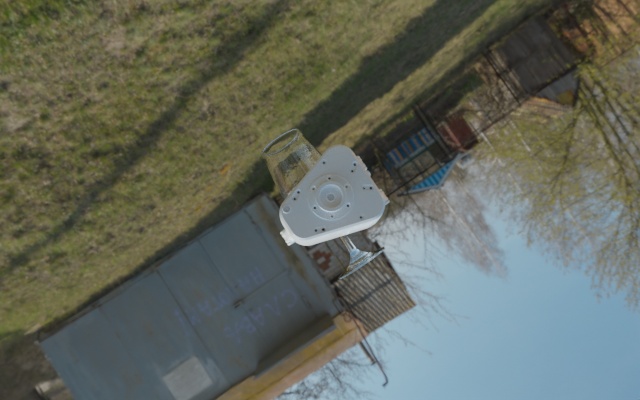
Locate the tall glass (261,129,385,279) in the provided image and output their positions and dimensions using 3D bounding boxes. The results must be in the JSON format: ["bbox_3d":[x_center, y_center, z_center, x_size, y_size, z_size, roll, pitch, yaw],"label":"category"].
[{"bbox_3d":[0.000,0.003,0.646,0.079,0.201,0.079,-34,-5,-3],"label":"tall glass"}]
